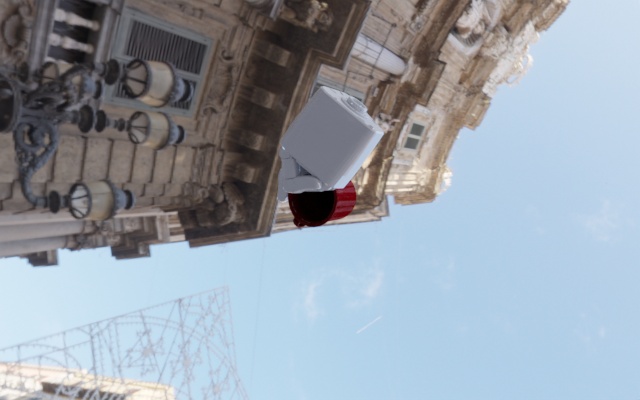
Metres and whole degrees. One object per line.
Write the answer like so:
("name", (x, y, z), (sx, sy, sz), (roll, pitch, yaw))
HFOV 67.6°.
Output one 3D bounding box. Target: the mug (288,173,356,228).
("mug", (-0.001, 0.004, 0.793), (0.093, 0.117, 0.081), (48, 25, 20))
